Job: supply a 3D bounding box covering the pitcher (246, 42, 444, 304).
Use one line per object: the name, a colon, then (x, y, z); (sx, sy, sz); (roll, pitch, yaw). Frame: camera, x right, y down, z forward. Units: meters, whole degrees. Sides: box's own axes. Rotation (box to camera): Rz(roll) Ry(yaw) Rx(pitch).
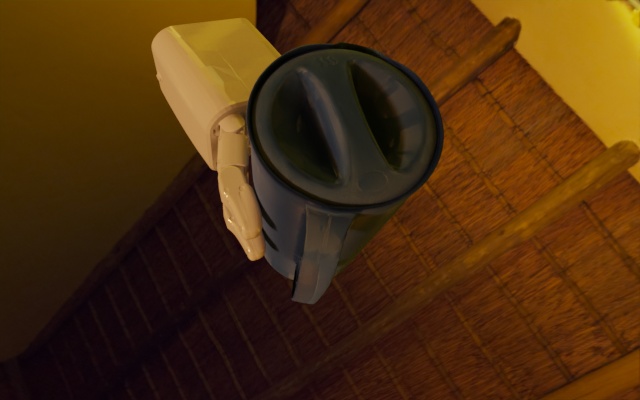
pitcher: (0.000, 0.001, 0.416); (0.149, 0.145, 0.243); (-32, -16, -20)
